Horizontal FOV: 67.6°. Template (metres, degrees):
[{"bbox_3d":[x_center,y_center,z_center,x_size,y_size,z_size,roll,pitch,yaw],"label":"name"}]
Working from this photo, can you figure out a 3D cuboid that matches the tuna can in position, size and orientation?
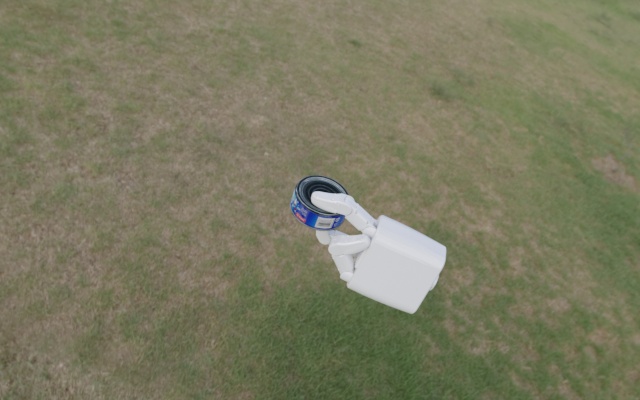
[{"bbox_3d":[0.000,0.002,0.703,0.086,0.086,0.034,0,-44,-22],"label":"tuna can"}]
